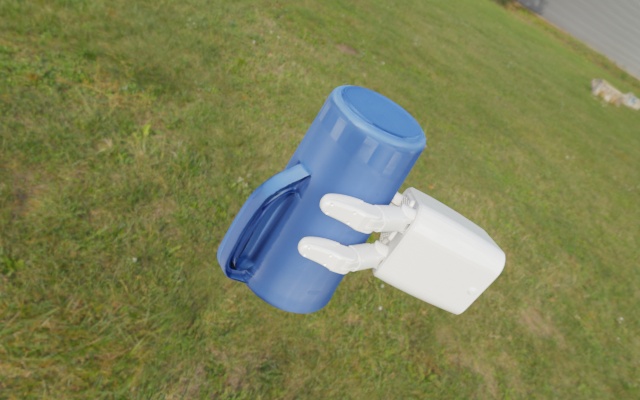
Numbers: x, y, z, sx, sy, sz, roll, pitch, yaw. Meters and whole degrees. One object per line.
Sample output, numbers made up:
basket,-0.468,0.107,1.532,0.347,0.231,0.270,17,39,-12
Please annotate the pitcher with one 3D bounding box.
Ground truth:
pitcher,0.000,0.002,0.523,0.145,0.243,0.149,28,31,-4
